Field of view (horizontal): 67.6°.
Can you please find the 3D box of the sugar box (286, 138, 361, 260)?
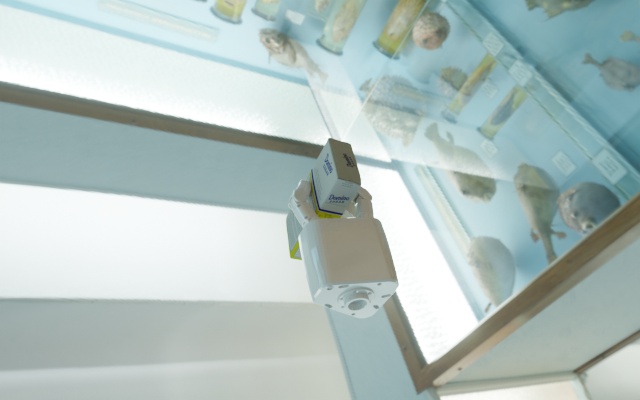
[{"bbox_3d":[0.001,0.003,0.725,0.048,0.093,0.176,14,-49,-24],"label":"sugar box"}]
